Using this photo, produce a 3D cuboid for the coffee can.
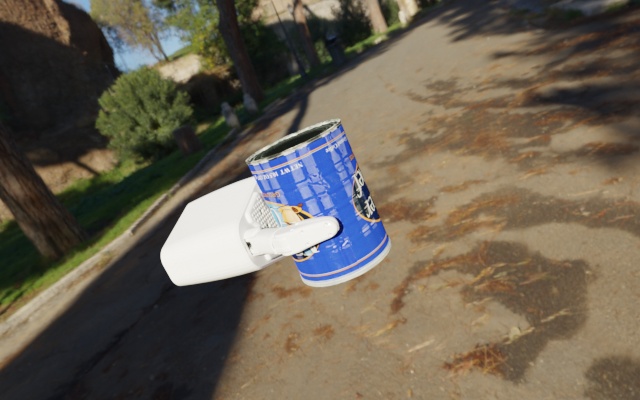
[{"bbox_3d":[0.000,0.002,0.489,0.103,0.140,0.102,-22,15,6],"label":"coffee can"}]
